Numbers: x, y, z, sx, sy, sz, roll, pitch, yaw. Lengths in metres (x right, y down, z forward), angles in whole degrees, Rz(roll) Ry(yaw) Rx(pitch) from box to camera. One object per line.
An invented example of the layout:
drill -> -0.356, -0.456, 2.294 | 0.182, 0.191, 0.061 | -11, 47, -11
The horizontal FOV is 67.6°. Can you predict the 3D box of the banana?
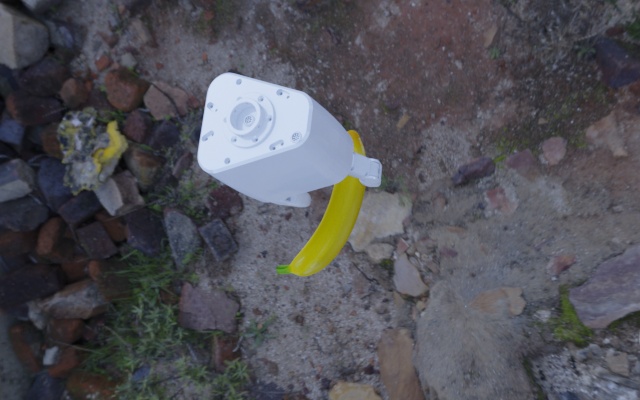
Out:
banana -> 0.013, 0.013, 0.563 | 0.069, 0.198, 0.037 | 29, 1, 28
